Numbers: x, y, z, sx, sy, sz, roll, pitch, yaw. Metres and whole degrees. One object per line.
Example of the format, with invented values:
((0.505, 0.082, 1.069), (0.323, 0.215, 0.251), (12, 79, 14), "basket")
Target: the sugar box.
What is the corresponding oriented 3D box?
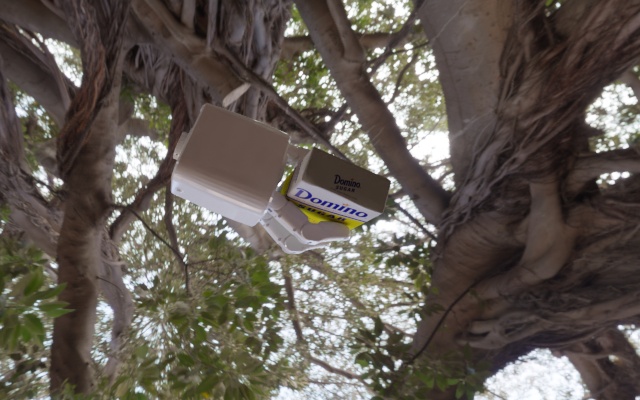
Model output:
((0.000, 0.002, 0.556), (0.093, 0.048, 0.176), (22, -18, -12), "sugar box")
